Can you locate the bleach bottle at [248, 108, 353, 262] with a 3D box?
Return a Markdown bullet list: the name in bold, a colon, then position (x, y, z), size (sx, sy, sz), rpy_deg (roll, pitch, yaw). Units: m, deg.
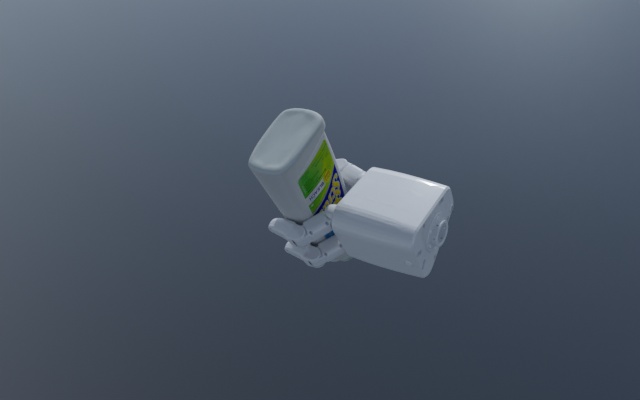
- **bleach bottle**: position (0.000, 0.002, 0.633), size (0.068, 0.102, 0.251), rpy_deg (17, -26, 33)
